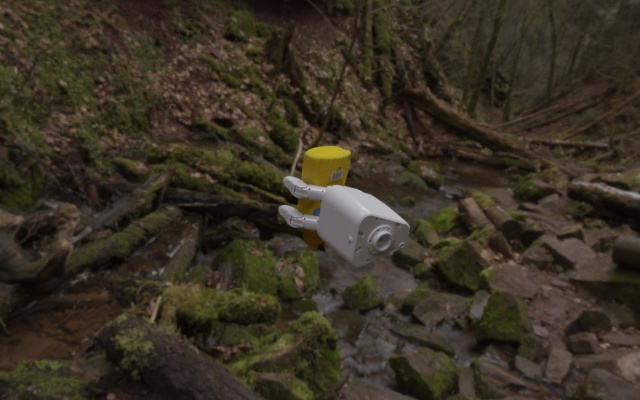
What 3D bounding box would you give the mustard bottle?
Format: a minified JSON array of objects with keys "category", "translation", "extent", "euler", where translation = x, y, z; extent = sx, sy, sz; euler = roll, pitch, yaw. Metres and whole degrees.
[{"category":"mustard bottle","translation":[0.000,0.002,0.852],"extent":[0.058,0.192,0.096],"euler":[24,26,32]}]
